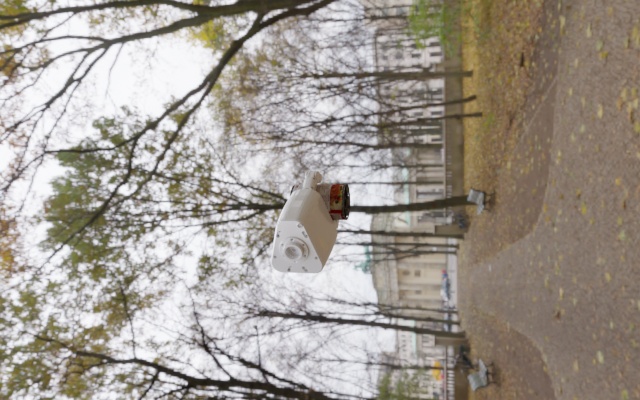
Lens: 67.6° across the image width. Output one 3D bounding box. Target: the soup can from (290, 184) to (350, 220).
[{"bbox_3d":[0.000,0.003,0.894,0.102,0.068,0.068,0,0,14],"label":"soup can"}]
